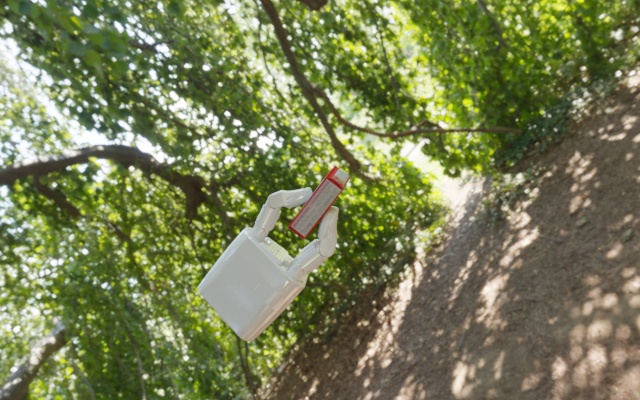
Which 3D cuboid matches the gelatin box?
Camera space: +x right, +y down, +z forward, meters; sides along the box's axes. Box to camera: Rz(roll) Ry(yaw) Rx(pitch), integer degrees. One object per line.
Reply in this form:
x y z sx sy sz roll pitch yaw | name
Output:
0.000 0.002 0.633 0.030 0.089 0.073 37 18 0 | gelatin box
